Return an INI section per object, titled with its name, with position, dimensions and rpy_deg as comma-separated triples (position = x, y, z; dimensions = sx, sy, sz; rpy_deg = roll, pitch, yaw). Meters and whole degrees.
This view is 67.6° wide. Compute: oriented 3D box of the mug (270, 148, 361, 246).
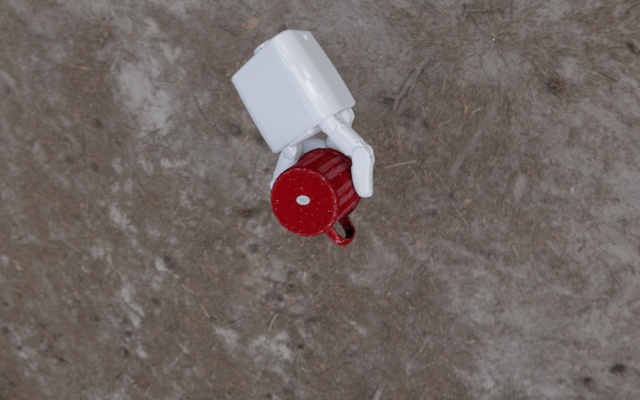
[mug]
position = 0.001, 0.003, 0.553
dimensions = 0.093, 0.117, 0.081
rpy_deg = -30, 4, 26
